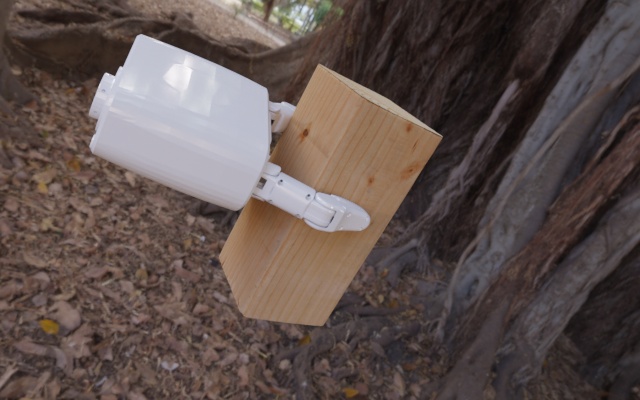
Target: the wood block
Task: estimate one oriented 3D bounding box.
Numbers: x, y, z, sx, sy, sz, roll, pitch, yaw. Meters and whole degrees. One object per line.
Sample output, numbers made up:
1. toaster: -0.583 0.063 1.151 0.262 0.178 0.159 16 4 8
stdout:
1. wood block: 0.000 0.001 0.426 0.090 0.206 0.090 17 22 -35
